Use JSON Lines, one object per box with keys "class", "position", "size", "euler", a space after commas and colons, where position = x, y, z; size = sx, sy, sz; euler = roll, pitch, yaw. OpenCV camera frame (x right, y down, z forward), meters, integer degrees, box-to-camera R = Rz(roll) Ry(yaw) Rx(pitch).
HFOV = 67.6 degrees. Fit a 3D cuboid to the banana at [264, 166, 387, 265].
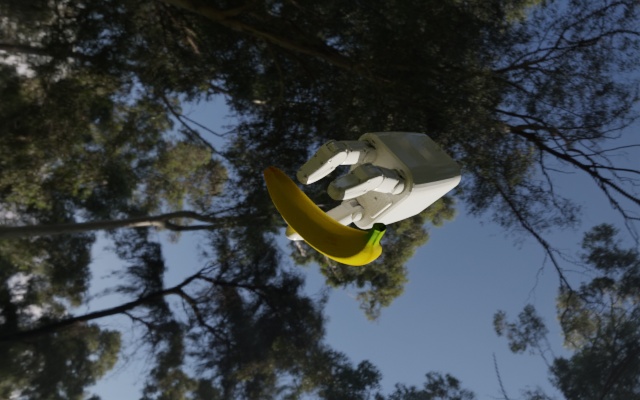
{"class": "banana", "position": [0.001, 0.020, 0.501], "size": [0.037, 0.070, 0.197], "euler": [-14, 27, -36]}
